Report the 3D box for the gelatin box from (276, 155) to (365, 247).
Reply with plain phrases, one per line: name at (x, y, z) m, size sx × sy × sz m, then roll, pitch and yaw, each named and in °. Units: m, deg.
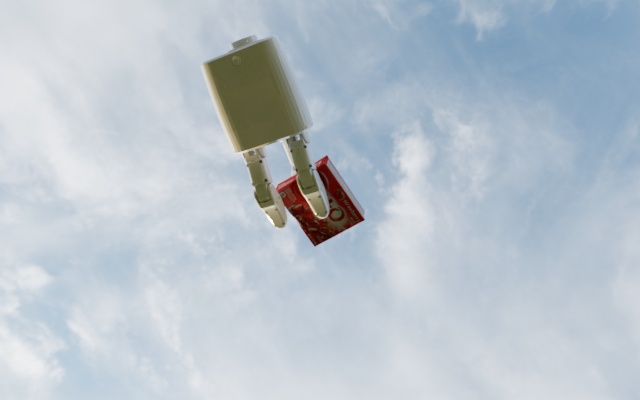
gelatin box at (0.000, 0.002, 0.576) m, size 0.073 × 0.089 × 0.030 m, roll -29°, pitch 19°, yaw 17°
